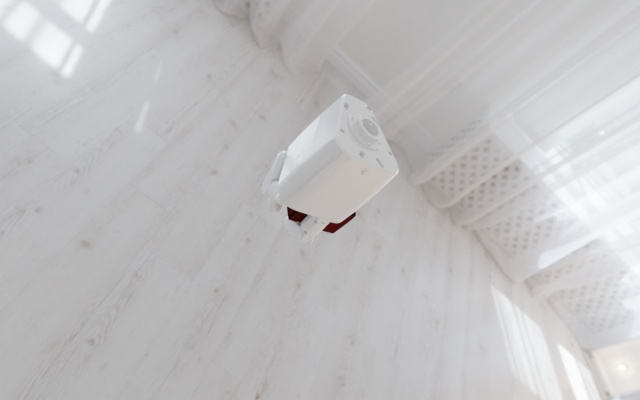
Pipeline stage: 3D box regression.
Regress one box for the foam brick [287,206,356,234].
[{"bbox_3d":[0.000,0.002,0.631,0.078,0.053,0.051,19,-44,-33],"label":"foam brick"}]
